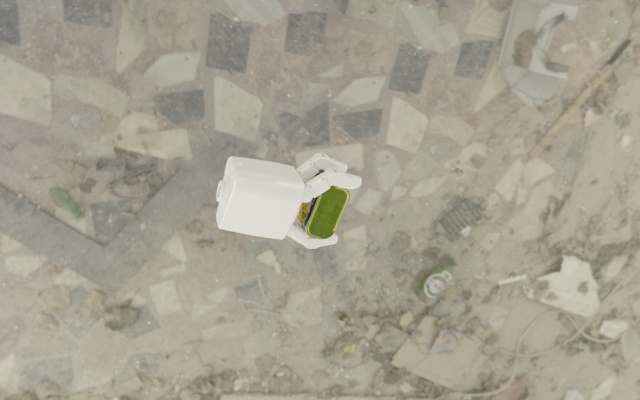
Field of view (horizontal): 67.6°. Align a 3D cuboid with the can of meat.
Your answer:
[{"bbox_3d":[0.000,0.003,0.786,0.057,0.102,0.084,13,20,-24],"label":"can of meat"}]
